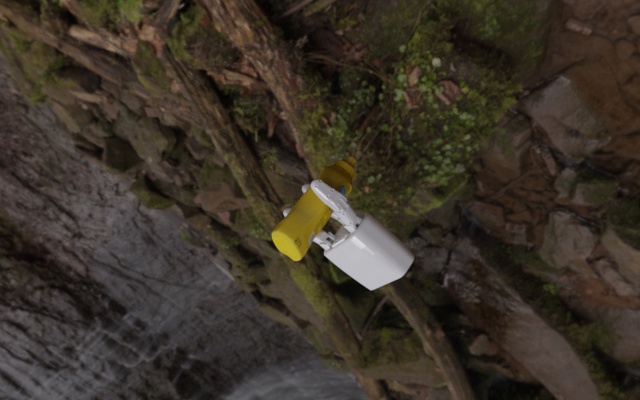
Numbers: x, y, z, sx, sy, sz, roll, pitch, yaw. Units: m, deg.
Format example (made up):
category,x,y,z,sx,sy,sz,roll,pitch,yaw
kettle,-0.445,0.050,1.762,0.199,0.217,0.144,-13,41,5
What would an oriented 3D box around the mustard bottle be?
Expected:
category,x,y,z,sx,sy,sz,roll,pitch,yaw
mustard bottle,0.000,0.003,0.770,0.058,0.191,0.096,32,-21,16
